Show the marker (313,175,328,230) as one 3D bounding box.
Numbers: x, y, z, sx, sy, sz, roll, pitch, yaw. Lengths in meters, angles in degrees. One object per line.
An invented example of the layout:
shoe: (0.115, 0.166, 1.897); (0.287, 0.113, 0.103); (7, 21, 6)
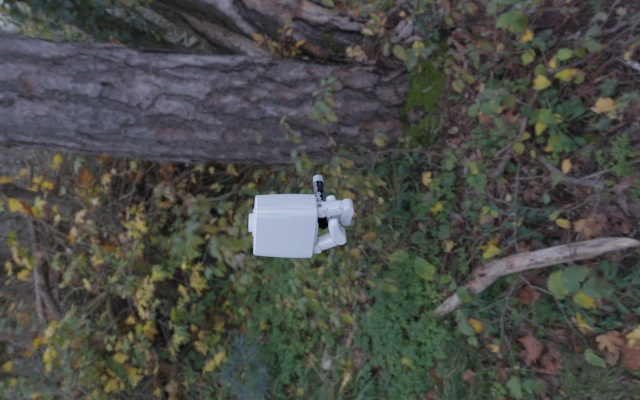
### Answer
marker: (0.000, 0.003, 0.865); (0.020, 0.121, 0.020); (-4, -41, -3)
